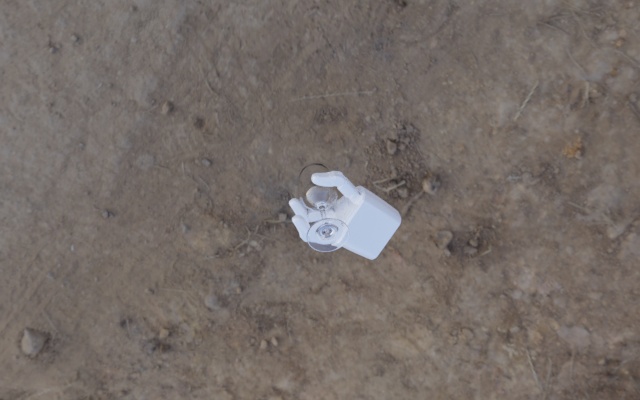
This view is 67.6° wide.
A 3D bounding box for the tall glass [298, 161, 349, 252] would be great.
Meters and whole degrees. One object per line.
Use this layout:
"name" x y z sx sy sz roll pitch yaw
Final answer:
"tall glass" 0.000 0.003 0.896 0.079 0.079 0.201 0 35 -10
